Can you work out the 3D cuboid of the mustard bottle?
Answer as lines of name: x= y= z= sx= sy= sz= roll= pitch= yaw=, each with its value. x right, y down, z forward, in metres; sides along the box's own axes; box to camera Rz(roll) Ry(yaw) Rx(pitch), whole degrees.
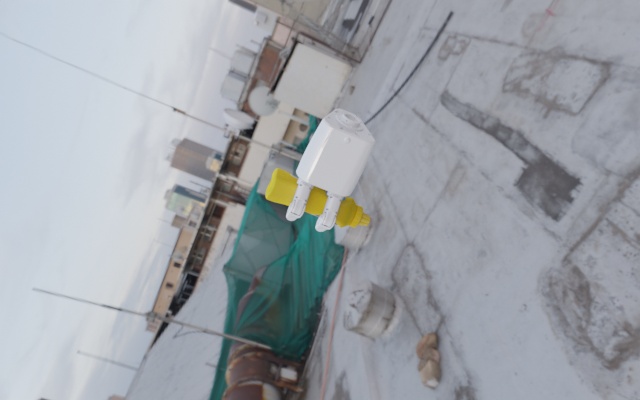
mustard bottle: x=0.000 y=0.003 z=0.849 sx=0.191 sy=0.058 sz=0.096 roll=21 pitch=4 yaw=-10
